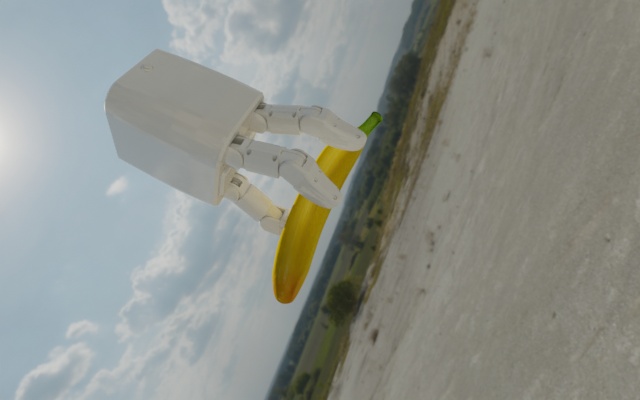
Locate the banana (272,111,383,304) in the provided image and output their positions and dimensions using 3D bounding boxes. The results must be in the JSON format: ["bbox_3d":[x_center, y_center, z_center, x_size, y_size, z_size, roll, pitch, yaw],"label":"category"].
[{"bbox_3d":[-0.004,0.003,0.441,0.037,0.197,0.070,28,-21,-7],"label":"banana"}]
